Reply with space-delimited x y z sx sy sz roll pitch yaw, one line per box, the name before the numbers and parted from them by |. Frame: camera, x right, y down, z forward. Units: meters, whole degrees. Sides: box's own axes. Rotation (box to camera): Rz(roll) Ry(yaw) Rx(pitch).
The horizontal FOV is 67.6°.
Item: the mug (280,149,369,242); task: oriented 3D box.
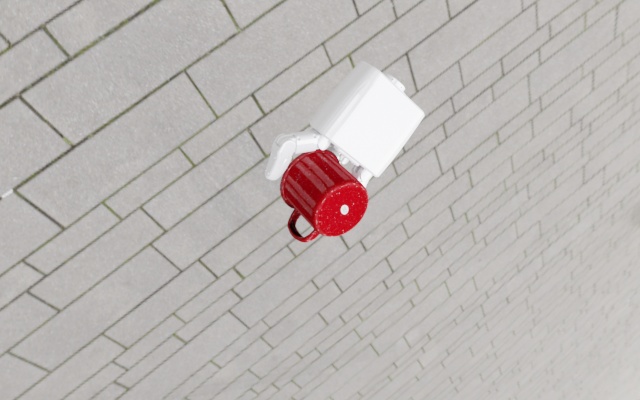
mug | -0.001 0.003 0.610 0.093 0.117 0.081 30 11 -44
